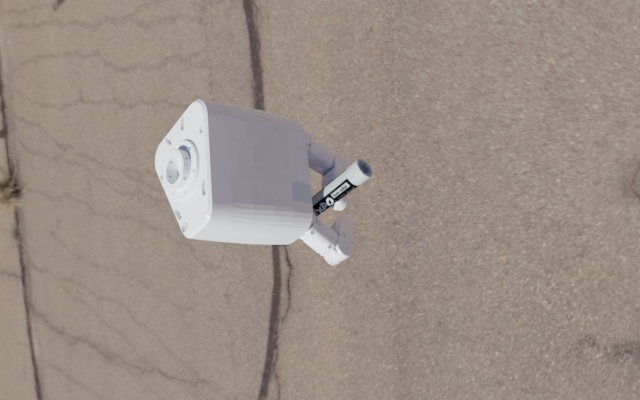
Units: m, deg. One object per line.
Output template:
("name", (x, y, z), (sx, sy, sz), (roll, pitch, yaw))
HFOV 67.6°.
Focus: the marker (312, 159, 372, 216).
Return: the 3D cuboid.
("marker", (0.000, 0.001, 0.449), (0.020, 0.020, 0.121), (0, -30, -47))
